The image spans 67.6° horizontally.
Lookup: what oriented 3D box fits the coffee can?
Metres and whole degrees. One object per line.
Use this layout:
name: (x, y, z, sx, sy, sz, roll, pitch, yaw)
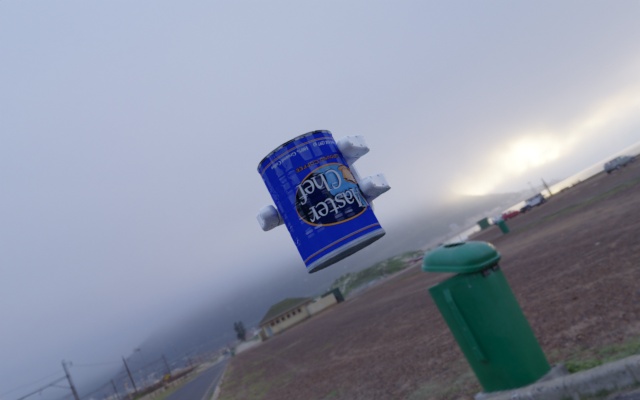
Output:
coffee can: (0.000, 0.002, 0.571, 0.103, 0.140, 0.103, -26, -11, -5)
